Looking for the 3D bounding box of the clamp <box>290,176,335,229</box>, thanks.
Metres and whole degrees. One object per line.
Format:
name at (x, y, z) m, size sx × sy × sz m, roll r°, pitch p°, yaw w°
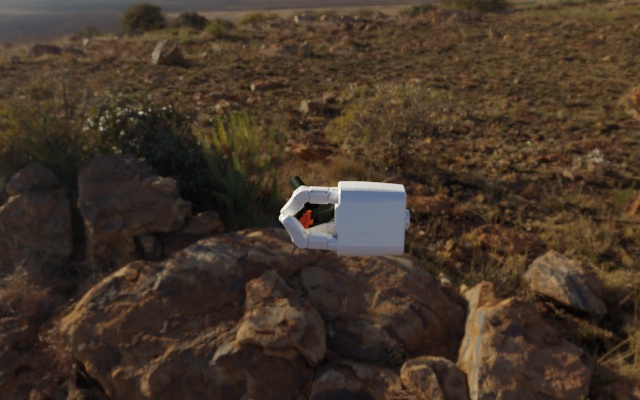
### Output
clamp at (0.000, 0.002, 0.839) m, size 0.120 × 0.039 × 0.171 m, roll 3°, pitch 27°, yaw 0°
